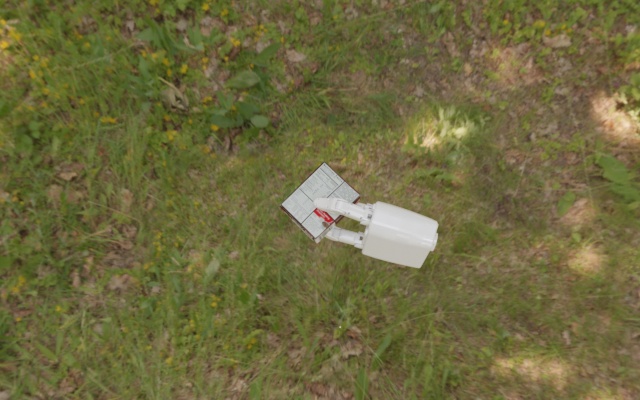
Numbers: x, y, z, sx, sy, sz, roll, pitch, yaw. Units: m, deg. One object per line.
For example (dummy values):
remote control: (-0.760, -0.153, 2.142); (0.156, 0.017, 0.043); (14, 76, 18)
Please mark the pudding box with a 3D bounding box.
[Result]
pudding box: (0.000, 0.003, 0.822); (0.090, 0.113, 0.039); (44, -9, 12)
